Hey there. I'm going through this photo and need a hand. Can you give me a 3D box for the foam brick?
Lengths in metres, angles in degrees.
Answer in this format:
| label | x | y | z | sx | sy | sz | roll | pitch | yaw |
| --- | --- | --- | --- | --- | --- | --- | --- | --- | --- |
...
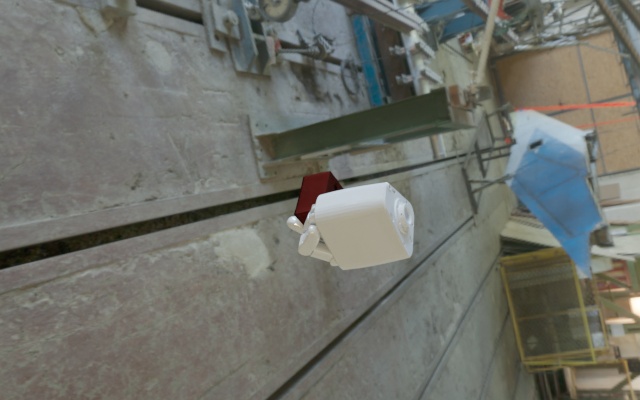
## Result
| label | x | y | z | sx | sy | sz | roll | pitch | yaw |
| --- | --- | --- | --- | --- | --- | --- | --- | --- | --- |
| foam brick | 0.000 | 0.002 | 0.738 | 0.051 | 0.078 | 0.053 | -13 | -43 | 29 |
